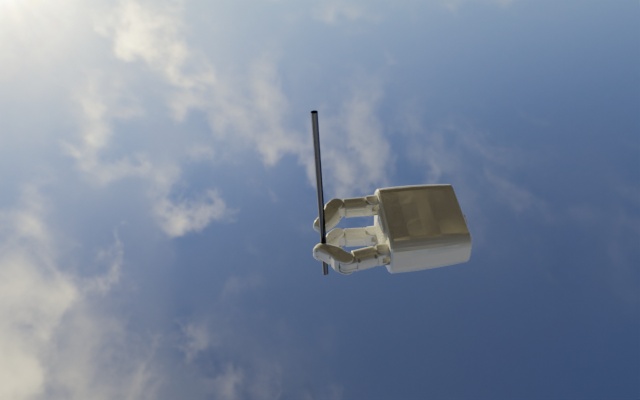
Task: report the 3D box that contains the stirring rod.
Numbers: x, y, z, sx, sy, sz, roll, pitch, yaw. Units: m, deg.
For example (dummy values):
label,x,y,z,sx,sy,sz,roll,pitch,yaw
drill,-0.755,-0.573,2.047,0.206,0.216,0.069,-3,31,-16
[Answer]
label,x,y,z,sx,sy,sz,roll,pitch,yaw
stirring rod,0.000,0.002,0.586,0.011,0.240,0.011,-3,36,2
